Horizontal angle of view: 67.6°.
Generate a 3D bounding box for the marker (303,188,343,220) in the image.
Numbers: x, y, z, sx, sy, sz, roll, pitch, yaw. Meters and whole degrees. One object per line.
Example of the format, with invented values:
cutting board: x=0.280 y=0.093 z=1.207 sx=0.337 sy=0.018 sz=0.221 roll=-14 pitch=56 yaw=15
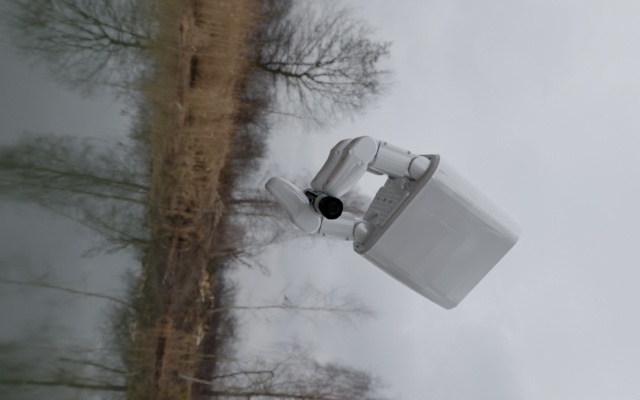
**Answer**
marker: x=0.000 y=0.001 z=0.436 sx=0.020 sy=0.020 sz=0.121 roll=0 pitch=5 yaw=-10
